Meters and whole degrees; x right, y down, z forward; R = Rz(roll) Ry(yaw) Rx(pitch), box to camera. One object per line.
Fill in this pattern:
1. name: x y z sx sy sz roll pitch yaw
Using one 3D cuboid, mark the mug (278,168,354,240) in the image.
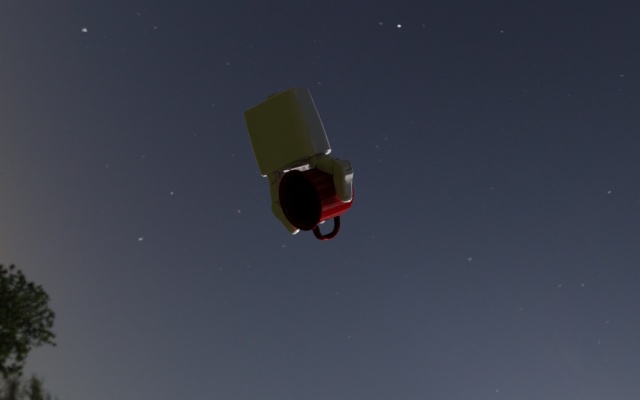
1. mug: 0.001 0.004 0.729 0.081 0.117 0.093 -19 1 -42
